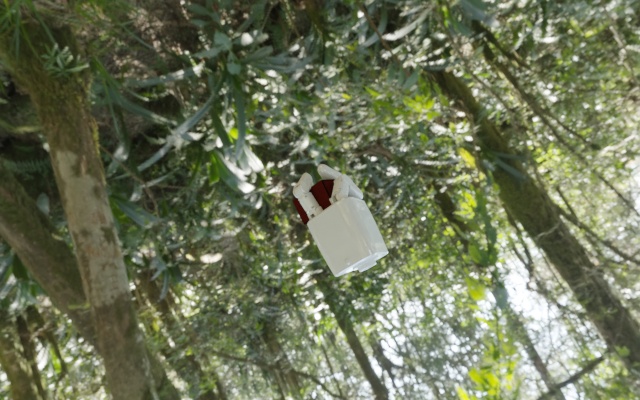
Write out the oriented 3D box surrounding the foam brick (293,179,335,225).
[{"bbox_3d":[0.000,0.003,0.859,0.078,0.051,0.053,-35,-16,32],"label":"foam brick"}]
